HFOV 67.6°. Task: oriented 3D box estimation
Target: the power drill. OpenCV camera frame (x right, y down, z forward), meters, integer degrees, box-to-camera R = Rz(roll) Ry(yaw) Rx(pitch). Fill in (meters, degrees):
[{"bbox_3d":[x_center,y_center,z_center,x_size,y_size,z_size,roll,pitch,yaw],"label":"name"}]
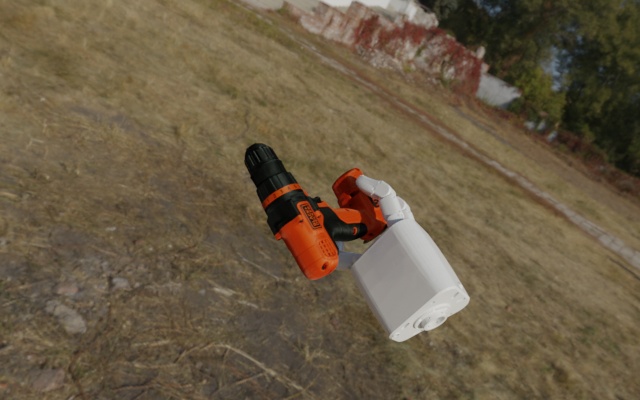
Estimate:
[{"bbox_3d":[0.001,0.002,0.628,0.057,0.184,0.187,-39,-16,35],"label":"power drill"}]
